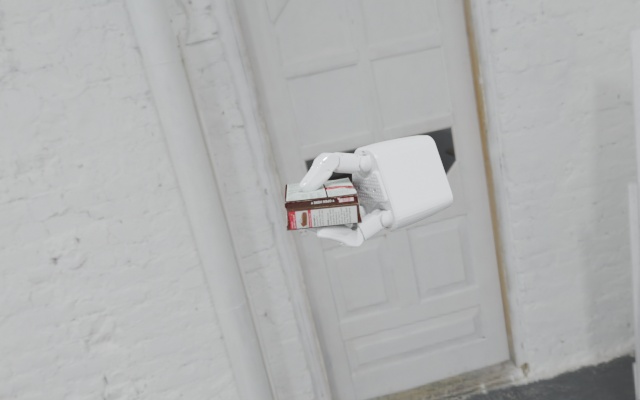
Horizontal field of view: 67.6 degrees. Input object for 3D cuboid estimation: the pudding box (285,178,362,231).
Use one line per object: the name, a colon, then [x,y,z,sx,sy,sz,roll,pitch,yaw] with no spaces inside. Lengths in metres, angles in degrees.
pudding box: [0.000,0.002,0.603,0.090,0.039,0.113,-7,12,-1]
